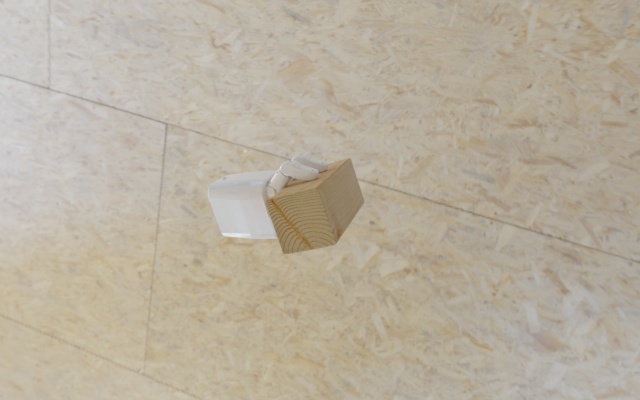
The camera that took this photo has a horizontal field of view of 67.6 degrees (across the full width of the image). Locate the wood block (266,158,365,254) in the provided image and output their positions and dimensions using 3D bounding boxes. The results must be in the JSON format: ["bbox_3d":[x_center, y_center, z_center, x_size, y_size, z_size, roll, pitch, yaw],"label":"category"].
[{"bbox_3d":[0.000,0.003,0.791,0.090,0.091,0.206,-13,13,21],"label":"wood block"}]
